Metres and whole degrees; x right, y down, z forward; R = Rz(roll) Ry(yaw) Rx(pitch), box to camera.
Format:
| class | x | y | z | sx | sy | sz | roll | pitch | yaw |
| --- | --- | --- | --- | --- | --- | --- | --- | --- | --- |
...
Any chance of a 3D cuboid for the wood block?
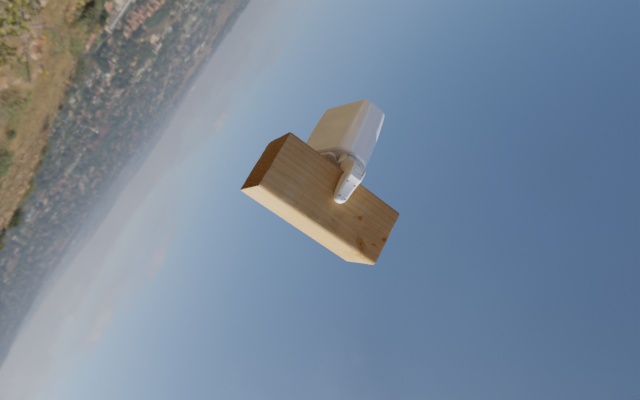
| class | x | y | z | sx | sy | sz | roll | pitch | yaw |
| --- | --- | --- | --- | --- | --- | --- | --- | --- | --- |
| wood block | 0.001 | 0.002 | 0.701 | 0.206 | 0.090 | 0.091 | 35 | -17 | -19 |
